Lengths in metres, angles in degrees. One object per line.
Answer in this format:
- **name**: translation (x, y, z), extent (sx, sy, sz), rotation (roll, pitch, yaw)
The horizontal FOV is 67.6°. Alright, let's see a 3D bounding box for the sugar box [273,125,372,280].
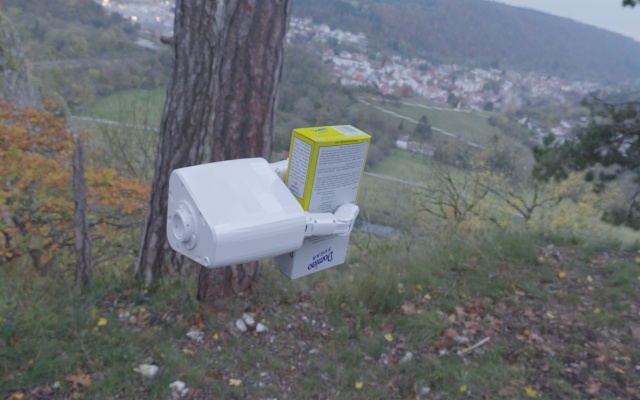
- **sugar box**: translation (0.000, 0.002, 0.571), extent (0.093, 0.176, 0.048), rotation (-11, 34, -41)
